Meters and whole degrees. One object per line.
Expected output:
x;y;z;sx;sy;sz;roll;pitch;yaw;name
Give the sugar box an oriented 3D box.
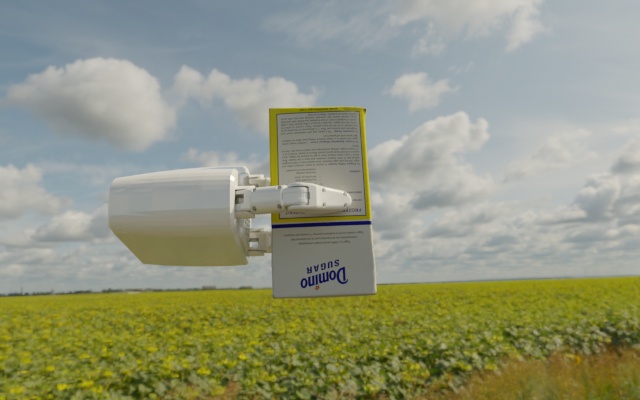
0.000;0.001;0.448;0.093;0.176;0.048;-1;-10;-1;sugar box
